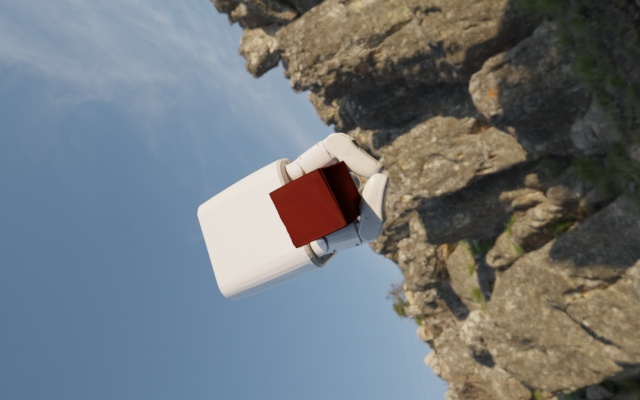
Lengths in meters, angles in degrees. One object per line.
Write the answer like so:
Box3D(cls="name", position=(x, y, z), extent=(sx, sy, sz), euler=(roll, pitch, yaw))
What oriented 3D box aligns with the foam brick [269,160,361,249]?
Box3D(cls="foam brick", position=(0.000, 0.001, 0.416), extent=(0.051, 0.053, 0.078), euler=(-25, 1, 19))
